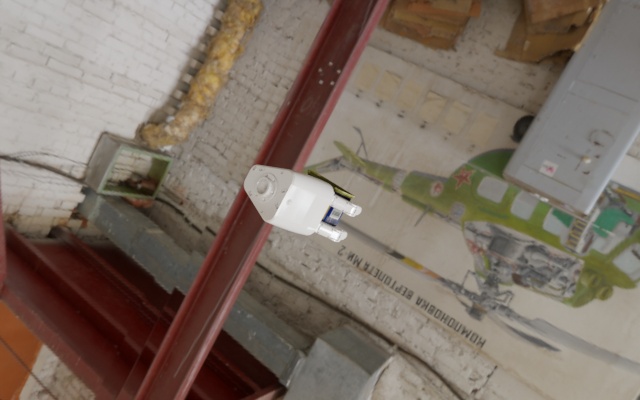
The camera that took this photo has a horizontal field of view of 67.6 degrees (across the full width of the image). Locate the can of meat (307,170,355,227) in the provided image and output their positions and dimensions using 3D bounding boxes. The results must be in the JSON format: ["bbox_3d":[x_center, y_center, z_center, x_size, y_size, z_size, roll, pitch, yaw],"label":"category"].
[{"bbox_3d":[0.000,0.003,0.895,0.102,0.084,0.057,33,8,36],"label":"can of meat"}]
